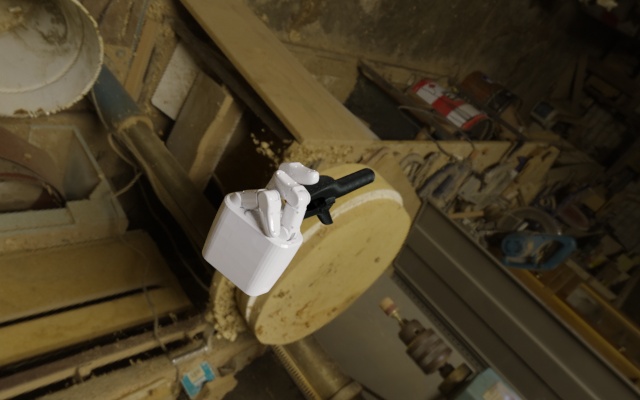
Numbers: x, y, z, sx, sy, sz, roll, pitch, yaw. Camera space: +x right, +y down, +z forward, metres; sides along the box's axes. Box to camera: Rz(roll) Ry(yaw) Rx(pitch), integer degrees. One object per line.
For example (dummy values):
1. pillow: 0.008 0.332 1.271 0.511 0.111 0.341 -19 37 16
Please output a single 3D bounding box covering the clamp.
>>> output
1. clamp: 0.000 0.003 0.702 0.171 0.120 0.039 -8 48 -48
